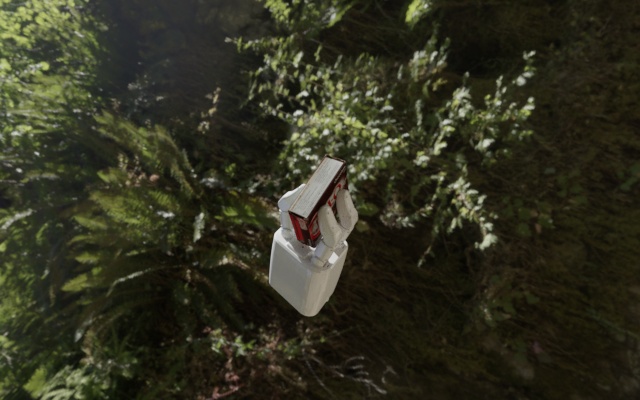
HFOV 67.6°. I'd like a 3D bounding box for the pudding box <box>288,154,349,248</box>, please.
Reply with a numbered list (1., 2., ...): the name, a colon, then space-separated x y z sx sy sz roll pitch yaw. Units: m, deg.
1. pudding box: 0.000 0.002 0.711 0.039 0.113 0.090 22 -26 18
